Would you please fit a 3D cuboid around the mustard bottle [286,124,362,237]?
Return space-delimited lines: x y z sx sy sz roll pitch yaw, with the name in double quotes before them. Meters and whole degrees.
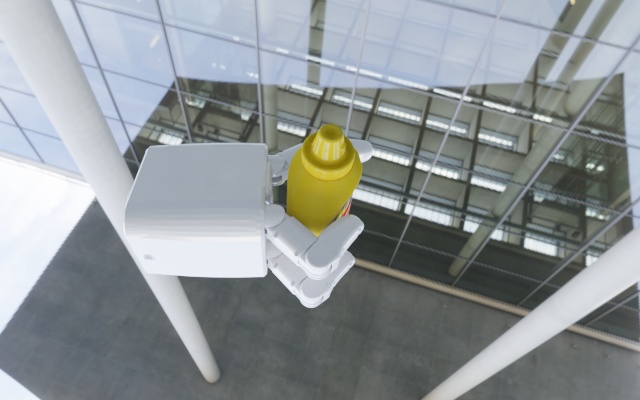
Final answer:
"mustard bottle" 0.000 0.002 0.427 0.058 0.096 0.192 21 -32 9
